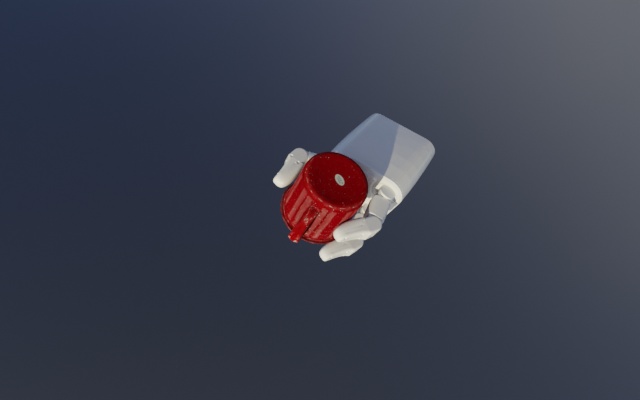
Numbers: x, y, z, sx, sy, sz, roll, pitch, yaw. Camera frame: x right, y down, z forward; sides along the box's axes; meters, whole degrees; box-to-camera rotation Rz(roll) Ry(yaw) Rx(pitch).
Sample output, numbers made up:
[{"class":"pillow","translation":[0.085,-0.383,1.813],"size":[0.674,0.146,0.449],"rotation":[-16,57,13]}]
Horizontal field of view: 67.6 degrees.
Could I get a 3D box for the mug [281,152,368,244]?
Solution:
[{"class":"mug","translation":[-0.001,0.003,0.571],"size":[0.117,0.093,0.081],"rotation":[-49,-4,-34]}]
